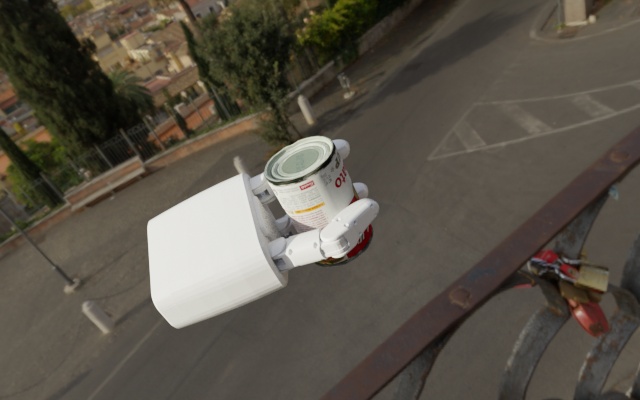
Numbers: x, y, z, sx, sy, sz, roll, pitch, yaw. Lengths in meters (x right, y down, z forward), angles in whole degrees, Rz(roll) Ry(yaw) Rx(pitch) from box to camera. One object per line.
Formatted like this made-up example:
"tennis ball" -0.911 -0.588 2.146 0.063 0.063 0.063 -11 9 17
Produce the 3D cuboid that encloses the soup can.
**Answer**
"soup can" 0.000 0.001 0.435 0.068 0.102 0.068 -18 34 13
